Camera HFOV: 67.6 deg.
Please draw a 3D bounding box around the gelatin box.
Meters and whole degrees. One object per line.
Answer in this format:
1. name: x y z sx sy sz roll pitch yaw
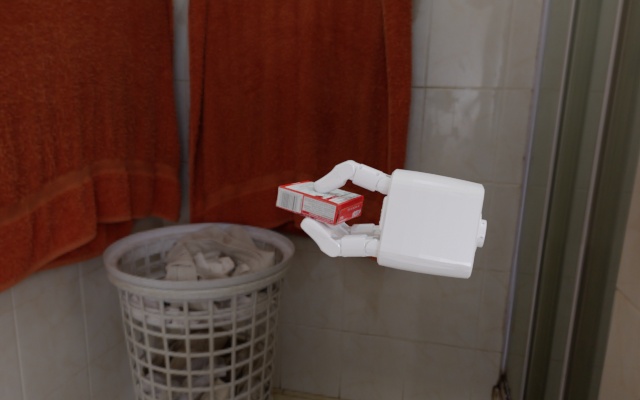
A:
1. gelatin box: 0.000 0.001 0.607 0.089 0.030 0.073 17 16 25
